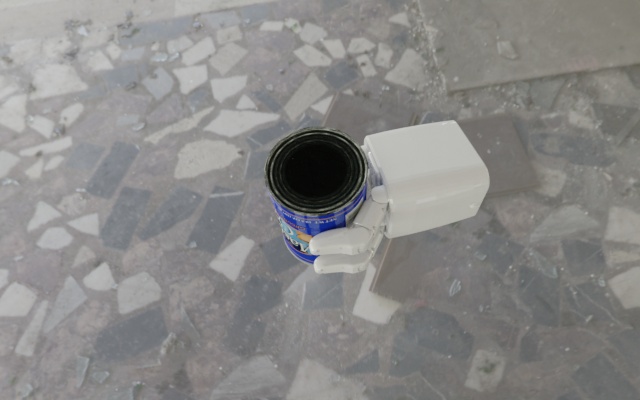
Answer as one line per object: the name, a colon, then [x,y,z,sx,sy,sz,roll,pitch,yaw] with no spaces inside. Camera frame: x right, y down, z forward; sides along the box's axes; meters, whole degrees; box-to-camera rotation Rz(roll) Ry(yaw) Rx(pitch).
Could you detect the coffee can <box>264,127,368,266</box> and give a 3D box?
coffee can: [0.000,0.002,0.527,0.103,0.102,0.140,0,-28,4]
